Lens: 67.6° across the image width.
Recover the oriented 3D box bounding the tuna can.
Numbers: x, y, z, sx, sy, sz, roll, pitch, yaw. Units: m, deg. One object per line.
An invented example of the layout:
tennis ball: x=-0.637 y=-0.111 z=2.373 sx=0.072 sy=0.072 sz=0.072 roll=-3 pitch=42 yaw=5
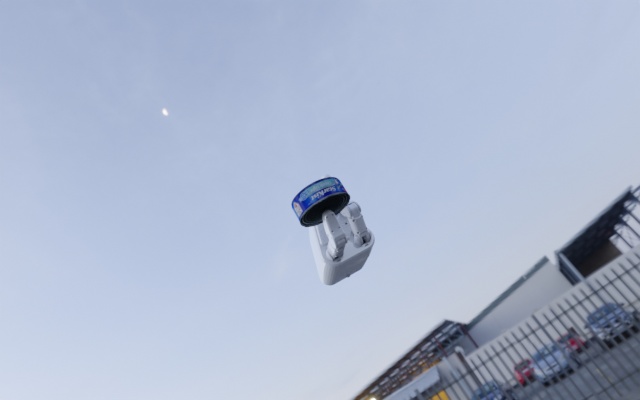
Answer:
tuna can: x=0.000 y=0.002 z=0.720 sx=0.086 sy=0.033 sz=0.086 roll=-26 pitch=-22 yaw=-11
